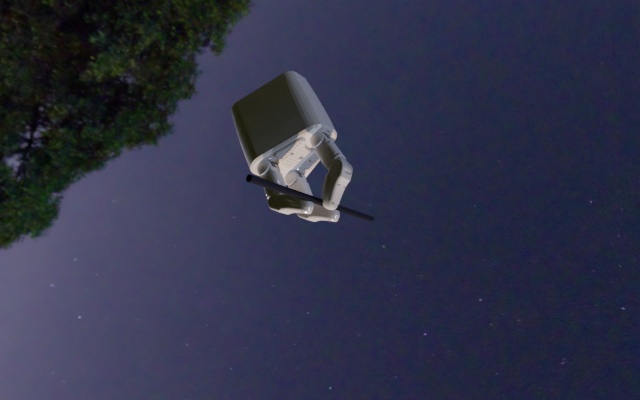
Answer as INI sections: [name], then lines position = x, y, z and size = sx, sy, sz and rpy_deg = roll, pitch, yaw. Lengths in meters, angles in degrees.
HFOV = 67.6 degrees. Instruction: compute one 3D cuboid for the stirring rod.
[stirring rod]
position = 0.000, 0.002, 0.566
size = 0.011, 0.011, 0.239
rpy_deg = 0, -11, 37
